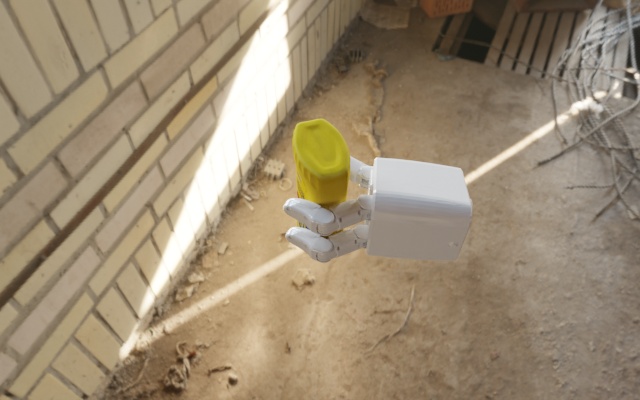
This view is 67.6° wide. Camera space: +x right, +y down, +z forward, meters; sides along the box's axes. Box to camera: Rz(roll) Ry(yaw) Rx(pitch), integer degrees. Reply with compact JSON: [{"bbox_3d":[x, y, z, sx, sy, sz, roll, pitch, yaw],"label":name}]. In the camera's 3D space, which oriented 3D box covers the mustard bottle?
[{"bbox_3d":[0.000,0.002,0.581,0.058,0.096,0.192,-14,-38,-12],"label":"mustard bottle"}]
